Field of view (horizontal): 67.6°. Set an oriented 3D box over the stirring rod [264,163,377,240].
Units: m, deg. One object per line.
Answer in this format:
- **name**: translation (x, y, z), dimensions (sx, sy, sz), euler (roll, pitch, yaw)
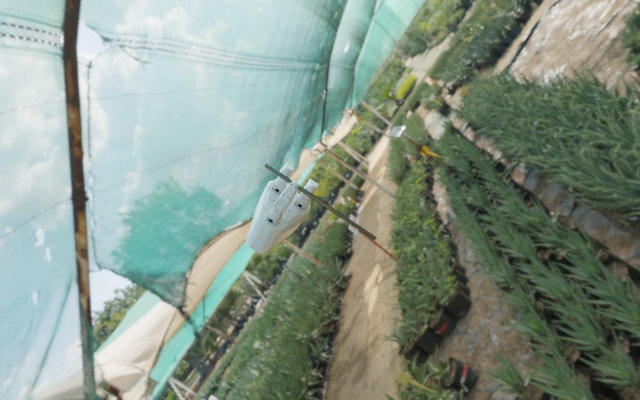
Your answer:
- **stirring rod**: translation (0.000, 0.003, 0.867), dimensions (0.239, 0.011, 0.011), euler (34, -1, -1)
